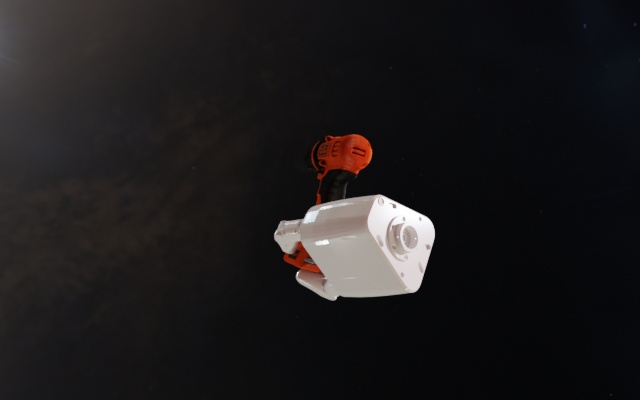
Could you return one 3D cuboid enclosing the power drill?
[{"bbox_3d":[0.000,0.003,0.669,0.057,0.187,0.184,13,-3,-17],"label":"power drill"}]
